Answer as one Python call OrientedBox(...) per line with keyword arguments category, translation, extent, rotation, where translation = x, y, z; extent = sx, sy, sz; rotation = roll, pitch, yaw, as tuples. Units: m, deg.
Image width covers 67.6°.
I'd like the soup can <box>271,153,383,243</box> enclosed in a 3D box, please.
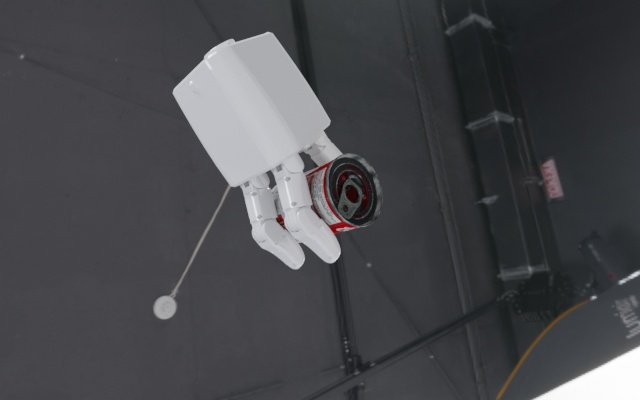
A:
OrientedBox(category="soup can", translation=(0.000, 0.002, 0.464), extent=(0.068, 0.068, 0.102), rotation=(0, -13, -41))
